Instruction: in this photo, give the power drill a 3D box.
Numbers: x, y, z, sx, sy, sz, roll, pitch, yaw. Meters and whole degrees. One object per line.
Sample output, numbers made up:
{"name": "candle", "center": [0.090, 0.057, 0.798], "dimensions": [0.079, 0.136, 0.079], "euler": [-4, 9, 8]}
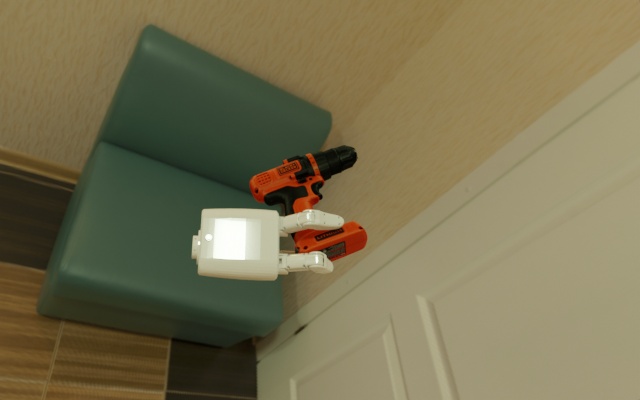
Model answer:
{"name": "power drill", "center": [0.000, 0.003, 0.738], "dimensions": [0.184, 0.187, 0.057], "euler": [-22, -38, -8]}
